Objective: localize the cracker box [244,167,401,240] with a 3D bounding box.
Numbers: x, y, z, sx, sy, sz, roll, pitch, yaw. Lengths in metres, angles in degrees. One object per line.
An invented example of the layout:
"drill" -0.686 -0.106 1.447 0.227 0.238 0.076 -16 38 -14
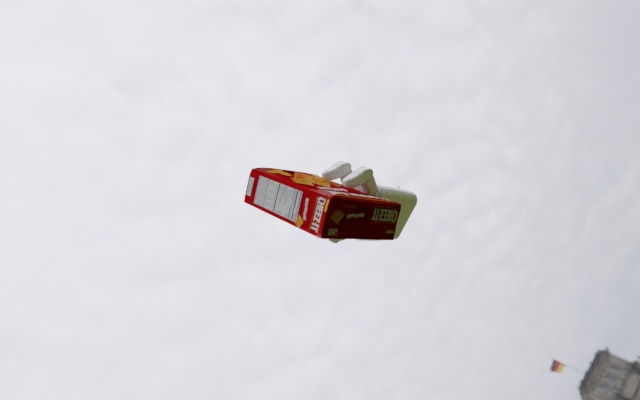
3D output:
"cracker box" 0.000 0.003 0.801 0.164 0.072 0.213 5 11 -43
